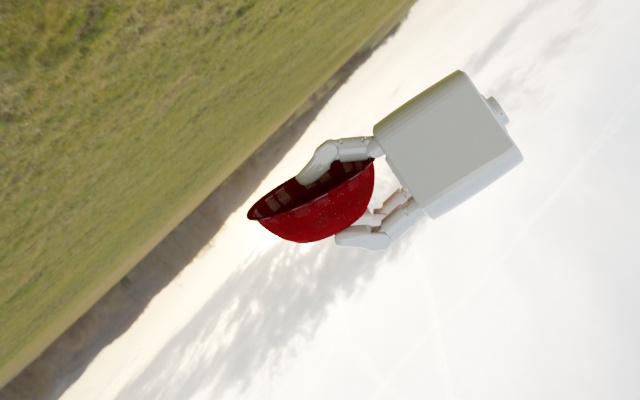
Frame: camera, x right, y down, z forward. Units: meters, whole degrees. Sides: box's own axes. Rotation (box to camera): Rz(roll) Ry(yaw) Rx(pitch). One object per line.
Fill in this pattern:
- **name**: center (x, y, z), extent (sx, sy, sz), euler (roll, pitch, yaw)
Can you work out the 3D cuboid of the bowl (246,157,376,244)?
- **bowl**: center (-0.001, 0.003, 0.537), extent (0.162, 0.055, 0.162), euler (-25, 15, 7)
